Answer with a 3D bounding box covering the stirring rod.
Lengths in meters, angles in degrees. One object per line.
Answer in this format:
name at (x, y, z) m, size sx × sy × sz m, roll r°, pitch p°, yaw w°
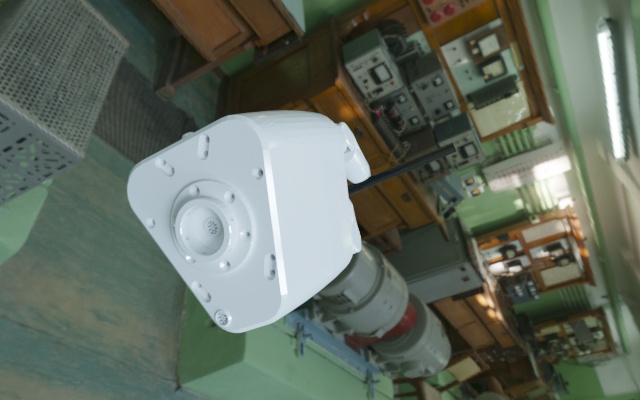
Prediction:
stirring rod at (0.000, 0.001, 0.414) m, size 0.239 × 0.011 × 0.011 m, roll -22°, pitch -9°, yaw 22°
